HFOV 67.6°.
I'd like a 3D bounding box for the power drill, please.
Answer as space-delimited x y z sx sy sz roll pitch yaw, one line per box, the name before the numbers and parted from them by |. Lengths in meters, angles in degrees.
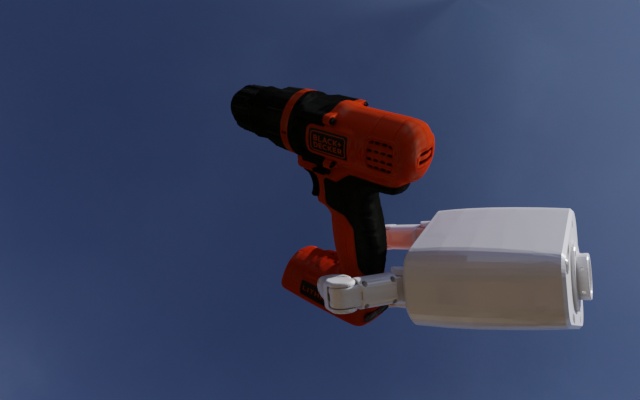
power drill | 0.000 0.002 0.403 0.184 0.188 0.057 22 39 34
